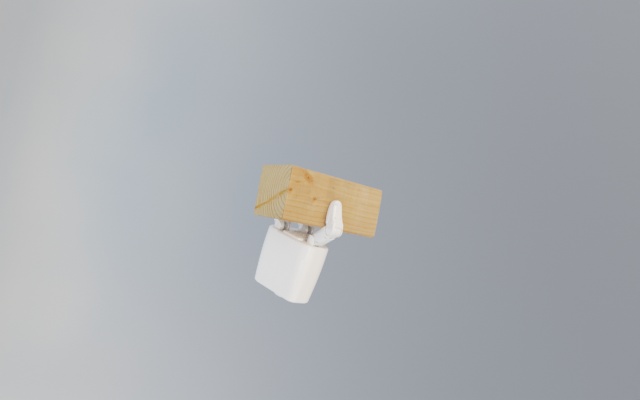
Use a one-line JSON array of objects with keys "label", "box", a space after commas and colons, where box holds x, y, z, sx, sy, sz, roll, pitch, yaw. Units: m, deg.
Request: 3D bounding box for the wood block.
[{"label": "wood block", "box": [0.000, 0.003, 0.843, 0.206, 0.090, 0.091, 13, -4, -38]}]
